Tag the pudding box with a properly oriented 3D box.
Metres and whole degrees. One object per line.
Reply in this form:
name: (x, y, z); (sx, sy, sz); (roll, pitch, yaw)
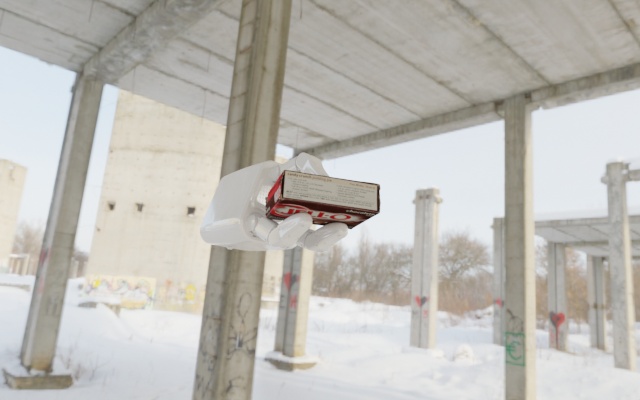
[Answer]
pudding box: (0.000, 0.002, 0.545); (0.113, 0.039, 0.090); (6, -15, -15)
